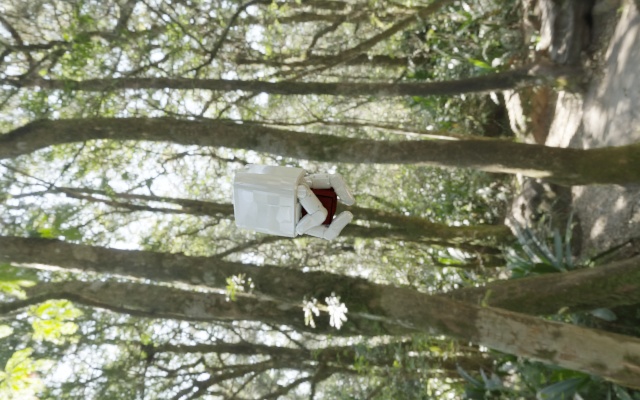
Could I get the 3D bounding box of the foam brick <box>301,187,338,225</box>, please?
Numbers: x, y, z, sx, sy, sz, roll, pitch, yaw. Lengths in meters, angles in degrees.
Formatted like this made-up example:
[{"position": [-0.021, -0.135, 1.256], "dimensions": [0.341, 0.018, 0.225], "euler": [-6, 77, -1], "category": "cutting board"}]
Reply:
[{"position": [0.000, 0.003, 0.825], "dimensions": [0.051, 0.053, 0.078], "euler": [7, 18, 7], "category": "foam brick"}]
